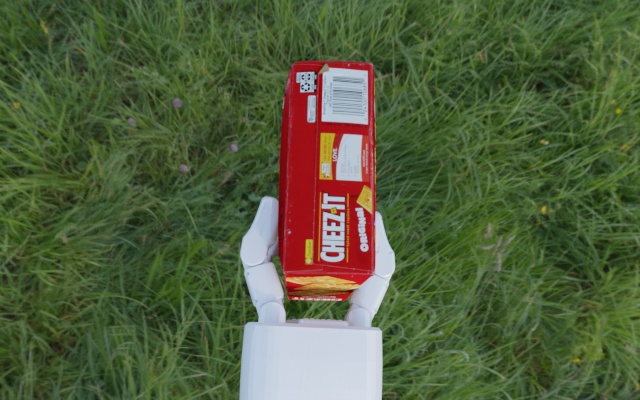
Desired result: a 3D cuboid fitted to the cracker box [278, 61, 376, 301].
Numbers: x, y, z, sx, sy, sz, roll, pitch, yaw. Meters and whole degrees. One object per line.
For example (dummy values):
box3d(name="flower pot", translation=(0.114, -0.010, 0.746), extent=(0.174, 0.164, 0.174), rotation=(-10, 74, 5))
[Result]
box3d(name="cracker box", translation=(0.000, 0.001, 0.436), extent=(0.072, 0.164, 0.214), rotation=(2, -16, -3))
